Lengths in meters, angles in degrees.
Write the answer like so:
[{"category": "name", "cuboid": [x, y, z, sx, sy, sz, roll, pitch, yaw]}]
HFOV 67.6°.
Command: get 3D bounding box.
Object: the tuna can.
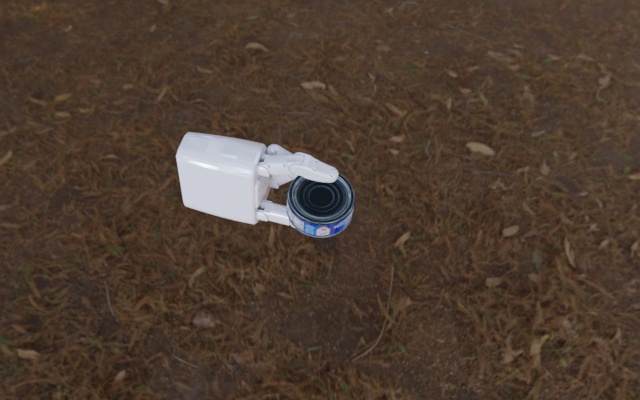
[{"category": "tuna can", "cuboid": [0.000, 0.002, 0.600, 0.086, 0.086, 0.034, 0, -33, -5]}]
